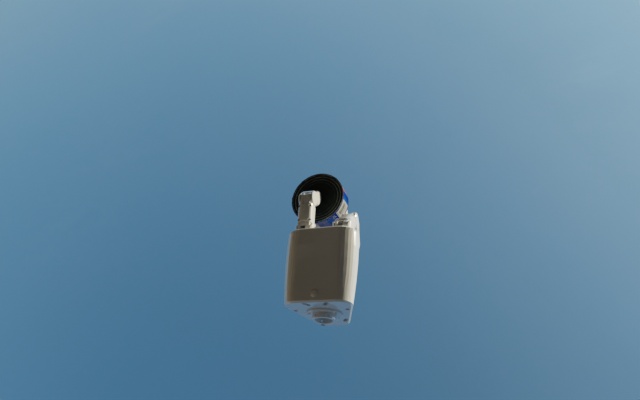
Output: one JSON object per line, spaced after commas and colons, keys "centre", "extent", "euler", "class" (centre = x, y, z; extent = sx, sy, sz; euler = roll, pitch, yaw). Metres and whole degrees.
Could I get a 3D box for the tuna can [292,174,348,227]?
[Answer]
{"centre": [0.000, 0.003, 0.756], "extent": [0.086, 0.086, 0.034], "euler": [0, -28, 23], "class": "tuna can"}
